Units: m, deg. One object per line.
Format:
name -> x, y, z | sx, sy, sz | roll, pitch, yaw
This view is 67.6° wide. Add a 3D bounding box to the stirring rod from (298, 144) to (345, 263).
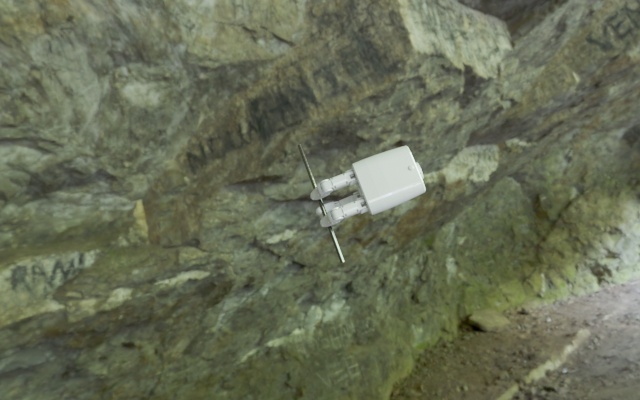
stirring rod -> 0.000, 0.003, 0.896 | 0.011, 0.239, 0.011 | -19, -13, -5
